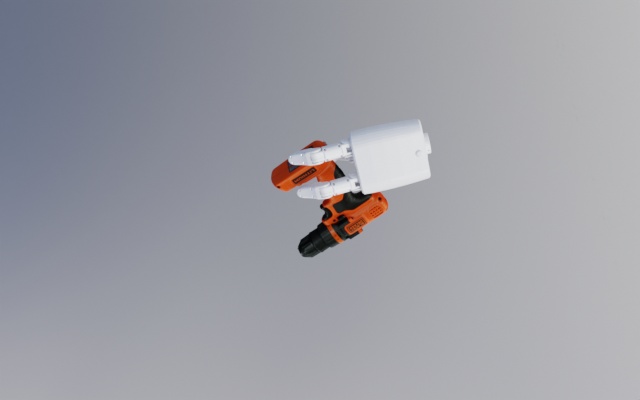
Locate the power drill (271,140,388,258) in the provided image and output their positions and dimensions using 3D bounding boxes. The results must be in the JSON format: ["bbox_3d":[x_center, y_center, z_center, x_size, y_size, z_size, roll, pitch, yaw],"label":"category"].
[{"bbox_3d":[0.000,0.002,0.815,0.184,0.188,0.057,-35,36,10],"label":"power drill"}]
